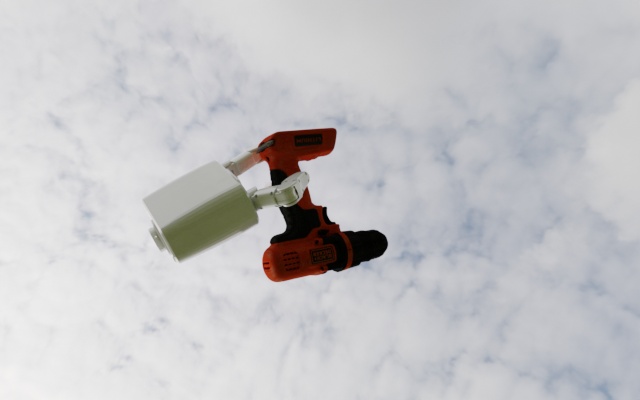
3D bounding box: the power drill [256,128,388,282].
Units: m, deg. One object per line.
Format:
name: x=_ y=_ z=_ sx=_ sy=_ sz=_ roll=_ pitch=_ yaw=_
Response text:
power drill: x=0.000 y=0.002 z=0.623 sx=0.184 sy=0.187 sz=0.057 roll=-8 pitch=-7 yaw=-33
